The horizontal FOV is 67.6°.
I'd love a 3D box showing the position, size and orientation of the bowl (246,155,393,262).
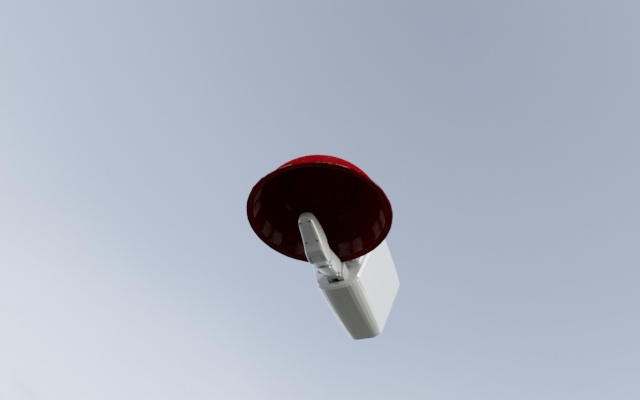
[{"bbox_3d":[0.000,0.001,0.542,0.162,0.055,0.162,3,-44,3],"label":"bowl"}]
